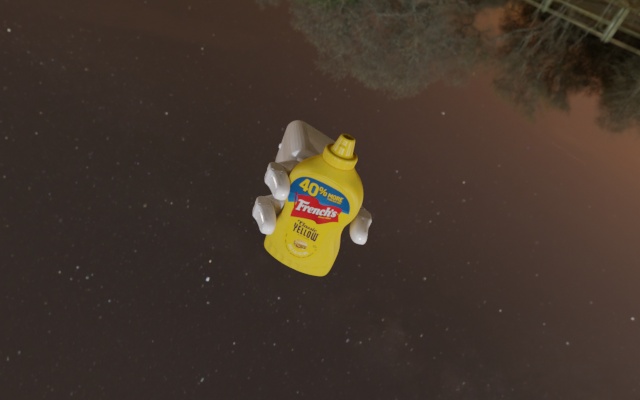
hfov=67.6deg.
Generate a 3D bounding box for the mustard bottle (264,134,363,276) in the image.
[{"bbox_3d":[0.000,0.002,0.600,0.096,0.192,0.058,27,31,6],"label":"mustard bottle"}]
